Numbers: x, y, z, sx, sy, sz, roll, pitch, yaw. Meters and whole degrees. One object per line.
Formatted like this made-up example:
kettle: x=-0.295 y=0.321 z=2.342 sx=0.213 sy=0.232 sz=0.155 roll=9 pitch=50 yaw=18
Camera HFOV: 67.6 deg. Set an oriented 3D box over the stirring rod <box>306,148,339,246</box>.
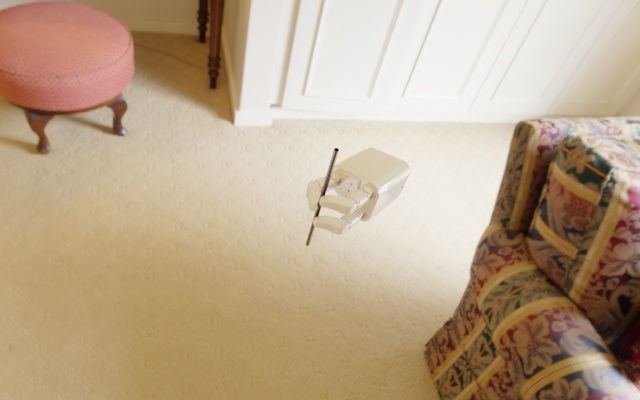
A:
stirring rod: x=0.000 y=0.003 z=0.810 sx=0.011 sy=0.011 sz=0.240 roll=0 pitch=-41 yaw=-16
